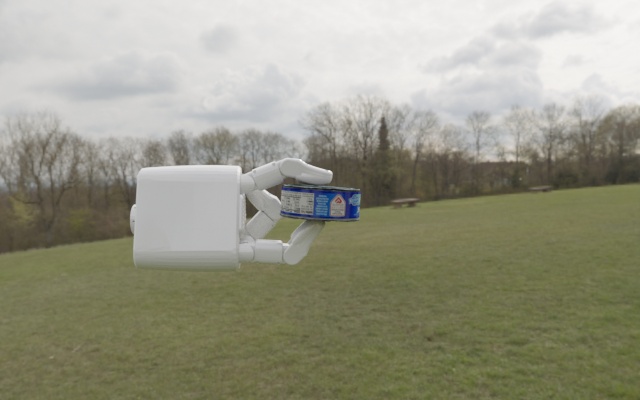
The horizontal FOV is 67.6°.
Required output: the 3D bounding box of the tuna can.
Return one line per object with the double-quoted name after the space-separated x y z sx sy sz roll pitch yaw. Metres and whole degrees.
0.000 0.001 0.510 0.086 0.034 0.086 4 3 0 "tuna can"
